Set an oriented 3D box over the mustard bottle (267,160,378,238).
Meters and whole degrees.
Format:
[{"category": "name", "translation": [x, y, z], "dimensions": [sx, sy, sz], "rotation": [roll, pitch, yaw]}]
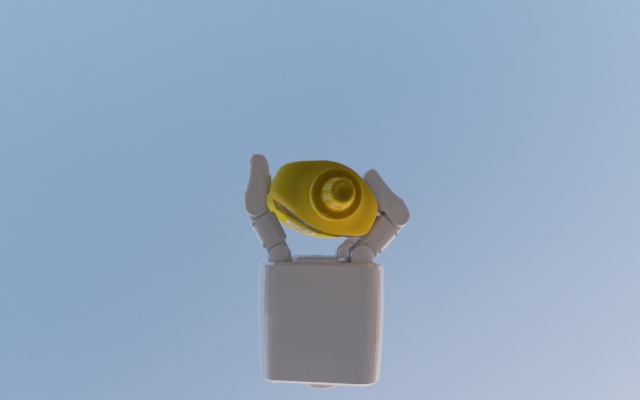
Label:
[{"category": "mustard bottle", "translation": [0.000, 0.001, 0.439], "dimensions": [0.096, 0.058, 0.191], "rotation": [26, -8, -7]}]
